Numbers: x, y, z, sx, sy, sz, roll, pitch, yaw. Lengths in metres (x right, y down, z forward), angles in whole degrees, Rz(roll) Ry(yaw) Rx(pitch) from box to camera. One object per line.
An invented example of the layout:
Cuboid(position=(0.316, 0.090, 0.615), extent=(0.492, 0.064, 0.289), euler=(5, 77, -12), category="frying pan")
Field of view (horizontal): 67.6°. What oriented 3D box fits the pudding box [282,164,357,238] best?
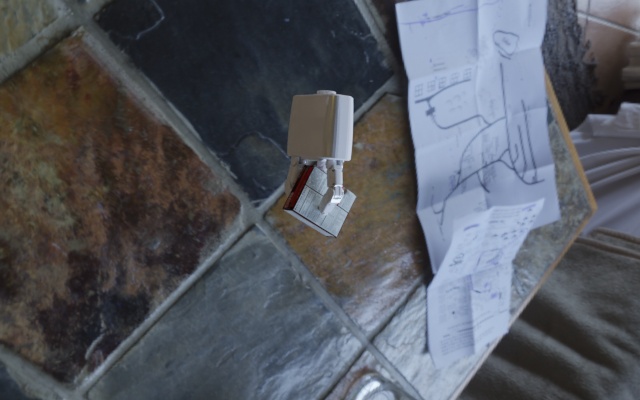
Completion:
Cuboid(position=(0.000, 0.003, 0.839), extent=(0.113, 0.090, 0.039), euler=(34, -13, -30), category="pudding box")
